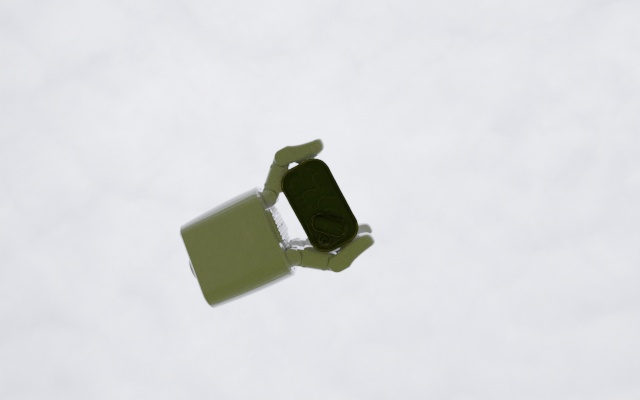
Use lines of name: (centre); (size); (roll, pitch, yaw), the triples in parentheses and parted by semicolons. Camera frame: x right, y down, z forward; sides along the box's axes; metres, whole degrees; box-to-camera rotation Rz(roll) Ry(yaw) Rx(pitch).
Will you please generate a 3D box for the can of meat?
can of meat: (0.000, 0.002, 0.558); (0.057, 0.102, 0.084); (-28, 4, 4)
